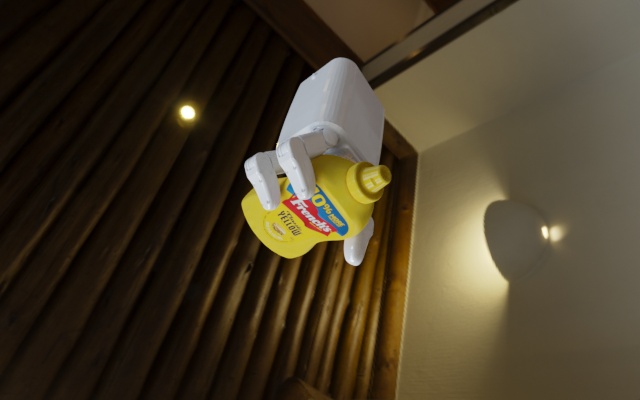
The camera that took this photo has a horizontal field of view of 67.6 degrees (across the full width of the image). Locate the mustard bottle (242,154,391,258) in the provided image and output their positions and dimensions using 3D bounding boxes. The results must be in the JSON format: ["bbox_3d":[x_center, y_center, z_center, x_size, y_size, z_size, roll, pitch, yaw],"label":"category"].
[{"bbox_3d":[0.000,0.002,0.514,0.192,0.096,0.058,-24,18,45],"label":"mustard bottle"}]
